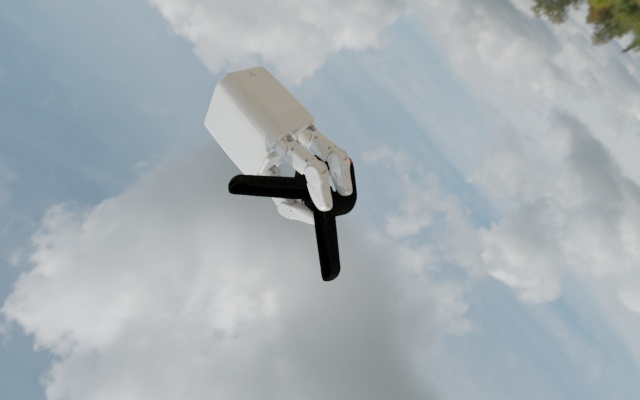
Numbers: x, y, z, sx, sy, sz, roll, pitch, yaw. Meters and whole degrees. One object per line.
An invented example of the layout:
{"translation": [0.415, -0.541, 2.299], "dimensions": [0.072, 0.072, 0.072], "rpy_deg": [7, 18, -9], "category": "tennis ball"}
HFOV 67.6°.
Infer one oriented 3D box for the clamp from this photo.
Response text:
{"translation": [0.000, 0.002, 0.615], "dimensions": [0.036, 0.164, 0.210], "rpy_deg": [-46, -6, 37], "category": "clamp"}
